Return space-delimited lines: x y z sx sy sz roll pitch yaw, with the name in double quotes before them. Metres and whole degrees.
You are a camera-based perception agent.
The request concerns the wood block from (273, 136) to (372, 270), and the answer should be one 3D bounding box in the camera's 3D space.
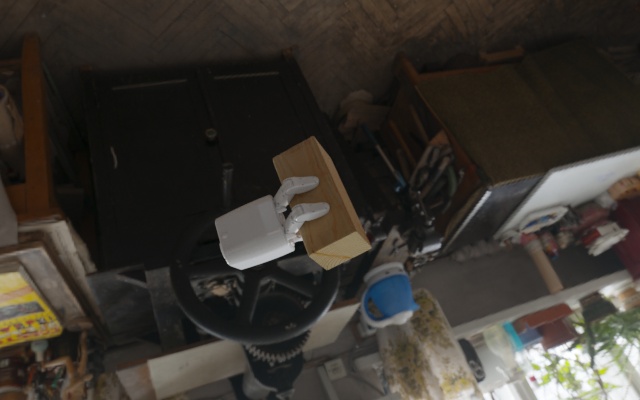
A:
"wood block" 0.000 0.003 0.837 0.090 0.206 0.091 -28 -31 9
